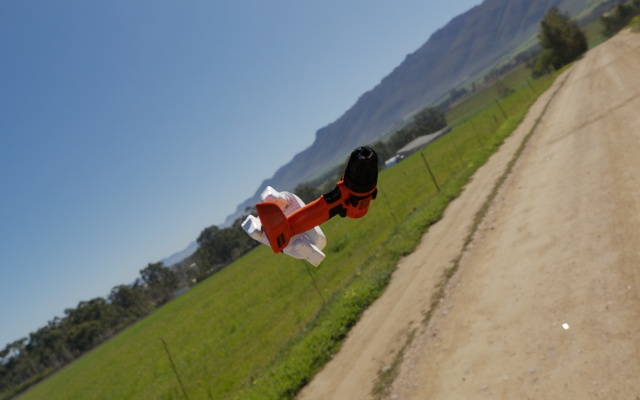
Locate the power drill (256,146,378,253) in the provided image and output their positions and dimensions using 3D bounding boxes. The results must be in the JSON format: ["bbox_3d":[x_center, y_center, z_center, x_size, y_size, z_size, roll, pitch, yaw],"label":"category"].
[{"bbox_3d":[0.000,0.003,0.720,0.187,0.057,0.184,-23,-25,-11],"label":"power drill"}]
